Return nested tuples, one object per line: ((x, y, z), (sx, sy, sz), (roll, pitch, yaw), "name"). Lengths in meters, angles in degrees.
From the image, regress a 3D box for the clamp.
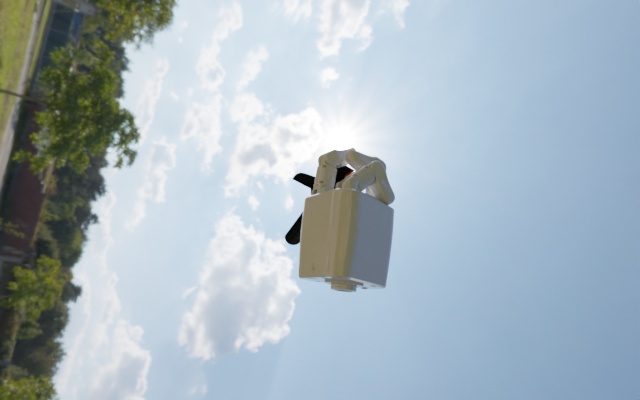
((0.001, 0.002, 0.697), (0.039, 0.120, 0.171), (14, -16, -30), "clamp")
